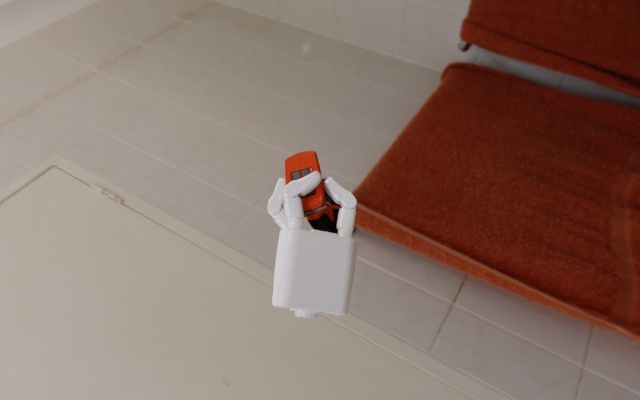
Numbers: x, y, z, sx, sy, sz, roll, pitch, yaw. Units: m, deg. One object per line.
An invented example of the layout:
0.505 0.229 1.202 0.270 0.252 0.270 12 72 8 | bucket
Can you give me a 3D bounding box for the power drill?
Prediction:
0.000 0.003 0.784 0.057 0.184 0.188 -17 -35 11 | power drill
